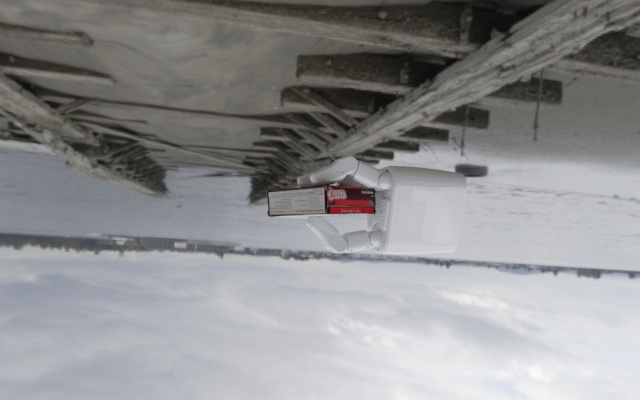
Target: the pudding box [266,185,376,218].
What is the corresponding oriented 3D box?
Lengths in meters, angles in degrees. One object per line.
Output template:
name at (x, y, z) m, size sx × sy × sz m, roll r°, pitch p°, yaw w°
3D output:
pudding box at (0.000, 0.002, 0.607) m, size 0.090 × 0.039 × 0.113 m, roll 3°, pitch -6°, yaw -44°
